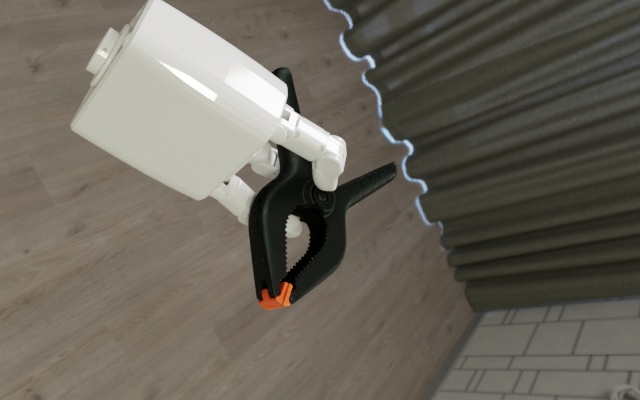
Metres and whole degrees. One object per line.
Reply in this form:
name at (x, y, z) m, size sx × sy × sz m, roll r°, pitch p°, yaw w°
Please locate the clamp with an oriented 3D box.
clamp at (0.000, 0.002, 0.425) m, size 0.164 × 0.210 × 0.036 m, roll 29°, pitch -33°, yaw -28°
